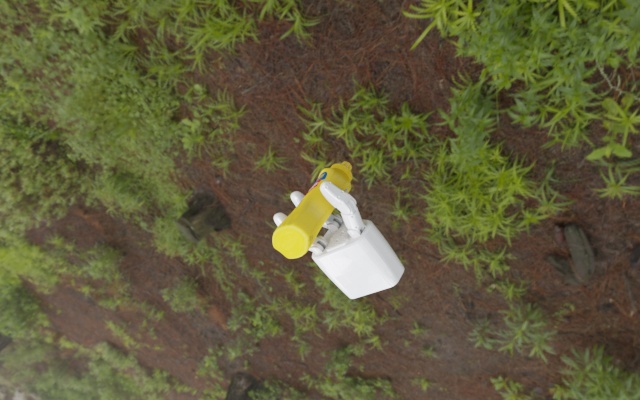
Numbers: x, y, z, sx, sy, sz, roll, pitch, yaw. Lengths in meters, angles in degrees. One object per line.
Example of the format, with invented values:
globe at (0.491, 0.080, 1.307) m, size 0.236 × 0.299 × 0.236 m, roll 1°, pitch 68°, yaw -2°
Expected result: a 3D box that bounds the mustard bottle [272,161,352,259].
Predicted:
mustard bottle at (0.000, 0.002, 0.768) m, size 0.058 × 0.191 × 0.096 m, roll 37°, pitch -35°, yaw 0°
